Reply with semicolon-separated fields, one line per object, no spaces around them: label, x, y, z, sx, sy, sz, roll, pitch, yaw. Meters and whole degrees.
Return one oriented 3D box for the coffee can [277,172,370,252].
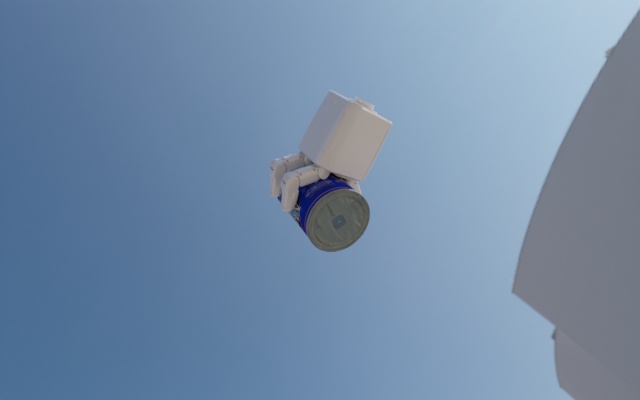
coffee can;0.000;0.003;0.757;0.103;0.103;0.140;0;25;-27
